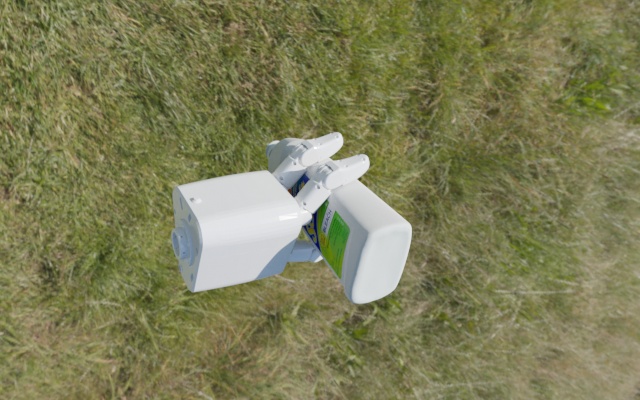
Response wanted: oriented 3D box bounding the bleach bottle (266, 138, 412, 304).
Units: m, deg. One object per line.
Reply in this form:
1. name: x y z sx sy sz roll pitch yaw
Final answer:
1. bleach bottle: 0.000 0.002 0.565 0.068 0.103 0.250 -10 36 -30
